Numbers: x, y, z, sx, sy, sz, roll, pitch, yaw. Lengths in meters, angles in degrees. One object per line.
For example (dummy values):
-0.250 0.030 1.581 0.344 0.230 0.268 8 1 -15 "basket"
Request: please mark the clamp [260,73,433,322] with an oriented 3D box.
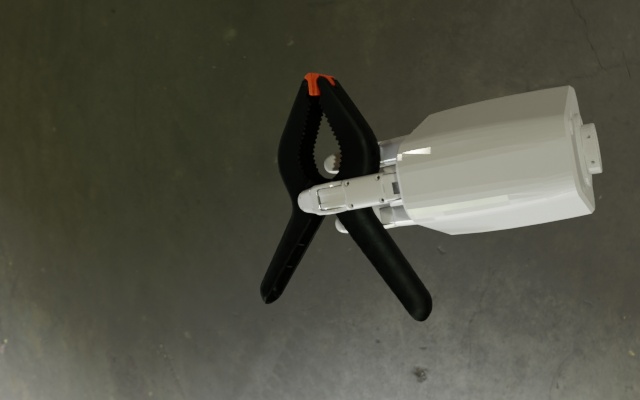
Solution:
0.000 0.001 0.409 0.164 0.210 0.036 -10 2 32 "clamp"
